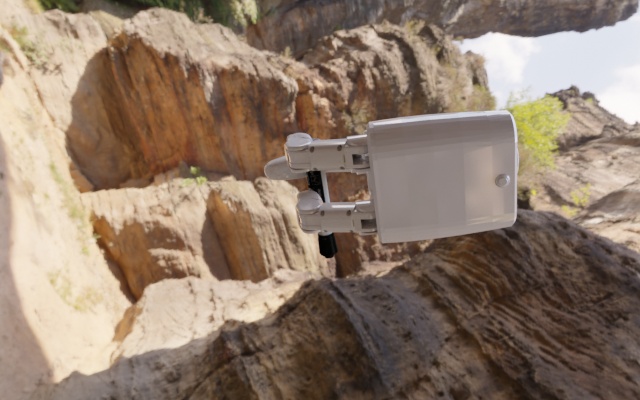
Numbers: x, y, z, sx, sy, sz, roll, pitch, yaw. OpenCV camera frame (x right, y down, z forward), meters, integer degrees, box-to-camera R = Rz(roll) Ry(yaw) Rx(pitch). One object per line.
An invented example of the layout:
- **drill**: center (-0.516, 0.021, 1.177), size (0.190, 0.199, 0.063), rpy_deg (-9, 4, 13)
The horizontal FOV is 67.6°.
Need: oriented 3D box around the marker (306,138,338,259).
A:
- **marker**: center (0.000, 0.001, 0.453), size (0.020, 0.121, 0.020), rpy_deg (-8, 23, 3)
